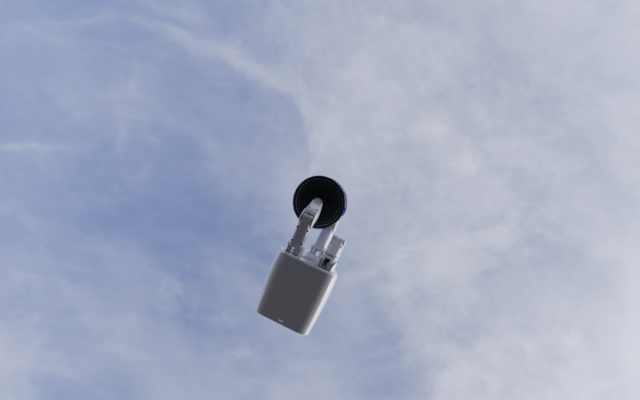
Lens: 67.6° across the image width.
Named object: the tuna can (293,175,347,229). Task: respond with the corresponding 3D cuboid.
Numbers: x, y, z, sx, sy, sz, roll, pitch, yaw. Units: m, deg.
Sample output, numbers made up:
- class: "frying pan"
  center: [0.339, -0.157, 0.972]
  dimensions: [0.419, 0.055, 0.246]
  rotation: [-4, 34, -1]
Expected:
- class: "tuna can"
  center: [0.000, 0.002, 0.776]
  dimensions: [0.086, 0.086, 0.034]
  rotation: [0, 1, 11]
